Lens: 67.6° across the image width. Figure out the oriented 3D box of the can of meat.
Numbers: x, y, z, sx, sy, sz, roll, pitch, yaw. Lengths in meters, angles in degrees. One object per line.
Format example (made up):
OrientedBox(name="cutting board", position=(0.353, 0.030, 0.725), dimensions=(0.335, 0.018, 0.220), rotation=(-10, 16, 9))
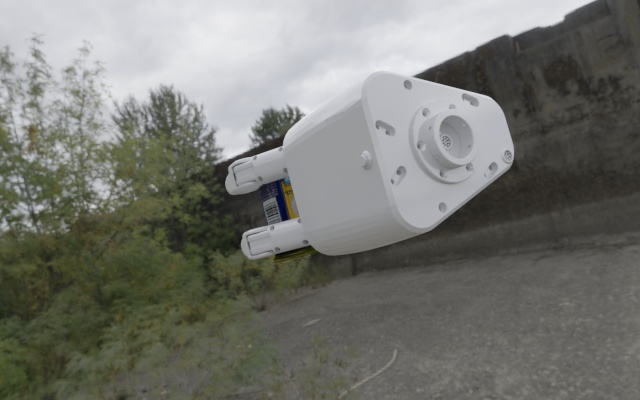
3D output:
OrientedBox(name="can of meat", position=(0.000, 0.001, 0.410), dimensions=(0.102, 0.084, 0.057), rotation=(-13, -4, -25))
